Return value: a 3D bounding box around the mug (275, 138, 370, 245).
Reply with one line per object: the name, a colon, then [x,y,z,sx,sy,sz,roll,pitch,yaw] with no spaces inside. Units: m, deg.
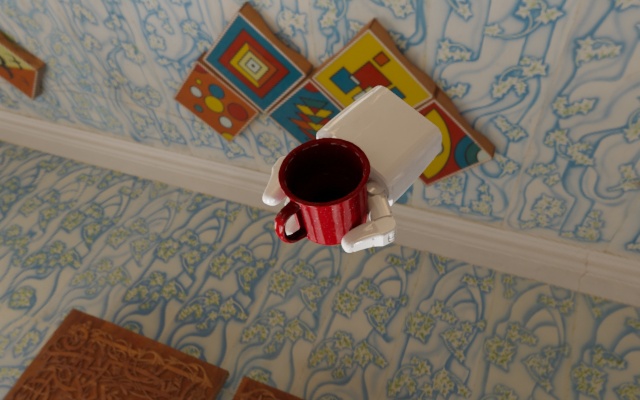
mug: [-0.001,0.003,0.504,0.093,0.117,0.082,34,-26,30]
